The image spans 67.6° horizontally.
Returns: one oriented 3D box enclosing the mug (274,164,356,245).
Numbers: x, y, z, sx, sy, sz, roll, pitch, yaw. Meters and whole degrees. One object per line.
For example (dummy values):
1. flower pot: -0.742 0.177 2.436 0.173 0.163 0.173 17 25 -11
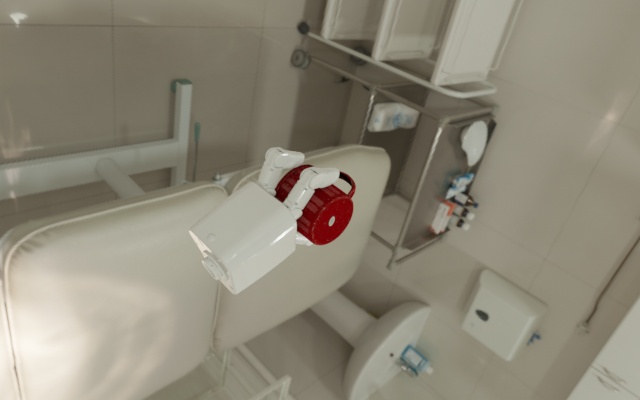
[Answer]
1. mug: 0.001 0.002 0.668 0.117 0.093 0.081 -38 53 -22
